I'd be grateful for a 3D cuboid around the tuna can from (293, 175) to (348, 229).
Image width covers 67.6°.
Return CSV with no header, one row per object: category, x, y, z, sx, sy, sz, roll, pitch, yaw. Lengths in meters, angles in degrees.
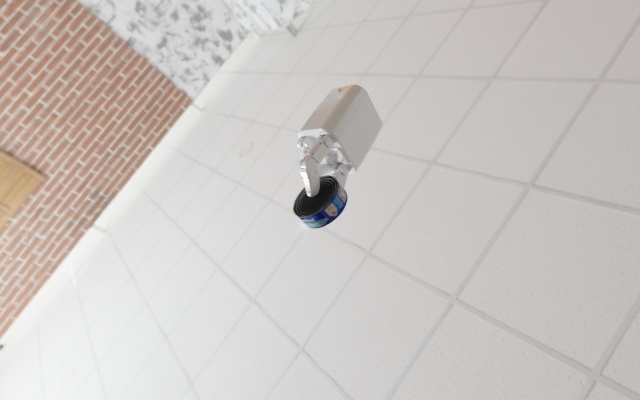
tuna can,0.000,0.003,0.757,0.086,0.086,0.034,0,-40,47
